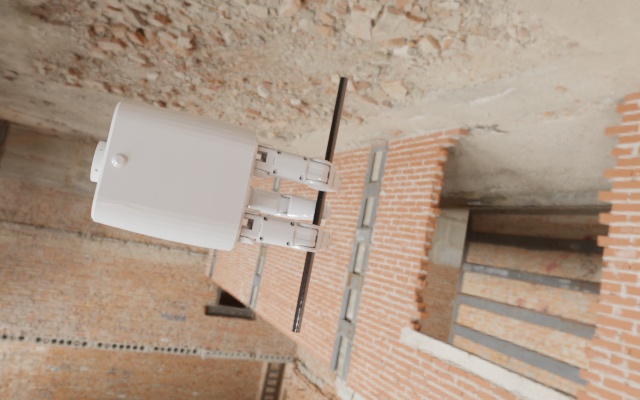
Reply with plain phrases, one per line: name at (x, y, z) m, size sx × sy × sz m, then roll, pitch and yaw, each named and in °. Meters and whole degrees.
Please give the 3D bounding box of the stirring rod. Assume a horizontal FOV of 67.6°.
stirring rod at (0.000, 0.001, 0.444) m, size 0.011 × 0.239 × 0.011 m, roll 11°, pitch -5°, yaw 1°
